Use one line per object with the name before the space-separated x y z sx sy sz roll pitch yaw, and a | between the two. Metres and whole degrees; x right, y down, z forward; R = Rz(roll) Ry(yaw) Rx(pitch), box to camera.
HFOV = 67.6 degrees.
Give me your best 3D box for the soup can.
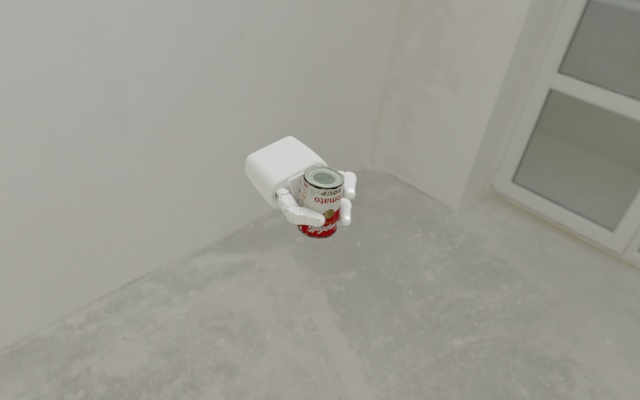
soup can | 0.000 0.003 0.783 0.068 0.102 0.068 6 35 -4
